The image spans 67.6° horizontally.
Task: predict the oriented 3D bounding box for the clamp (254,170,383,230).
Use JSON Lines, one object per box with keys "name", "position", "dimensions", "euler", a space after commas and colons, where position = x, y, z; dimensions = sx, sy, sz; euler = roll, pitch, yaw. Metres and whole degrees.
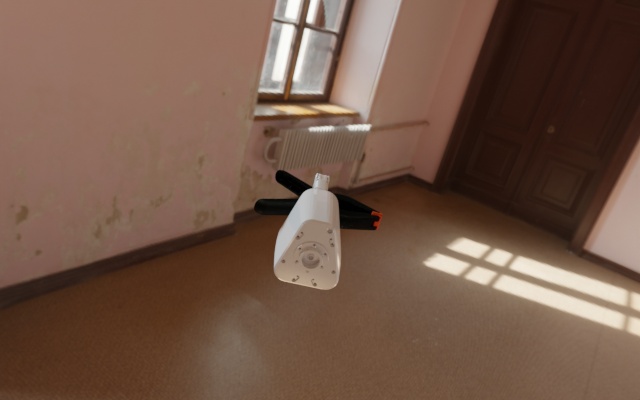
{"name": "clamp", "position": [0.001, 0.002, 0.818], "dimensions": [0.210, 0.036, 0.164], "euler": [14, 24, -5]}
